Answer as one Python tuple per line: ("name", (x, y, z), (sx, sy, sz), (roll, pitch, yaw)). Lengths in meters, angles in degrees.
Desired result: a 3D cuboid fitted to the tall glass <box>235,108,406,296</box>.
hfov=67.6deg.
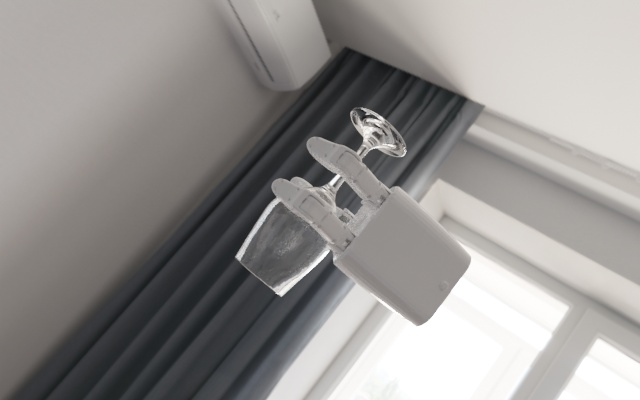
("tall glass", (0.000, 0.001, 0.496), (0.079, 0.201, 0.079), (38, -11, 9))
